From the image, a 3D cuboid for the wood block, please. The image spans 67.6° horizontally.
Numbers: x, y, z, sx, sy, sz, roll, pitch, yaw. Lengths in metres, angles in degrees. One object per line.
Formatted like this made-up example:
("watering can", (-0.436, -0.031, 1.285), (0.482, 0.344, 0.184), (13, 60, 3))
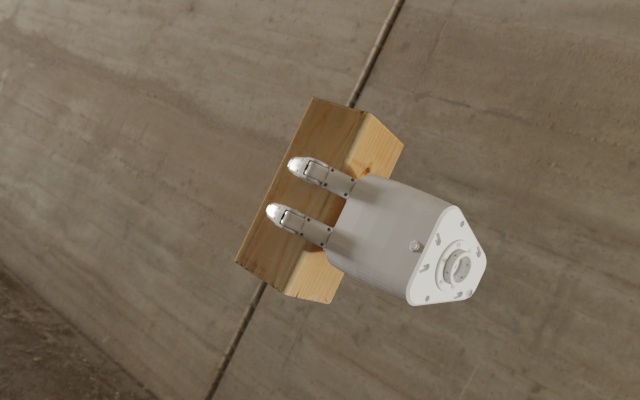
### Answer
("wood block", (0.001, 0.002, 0.548), (0.090, 0.206, 0.091), (24, -2, 38))
